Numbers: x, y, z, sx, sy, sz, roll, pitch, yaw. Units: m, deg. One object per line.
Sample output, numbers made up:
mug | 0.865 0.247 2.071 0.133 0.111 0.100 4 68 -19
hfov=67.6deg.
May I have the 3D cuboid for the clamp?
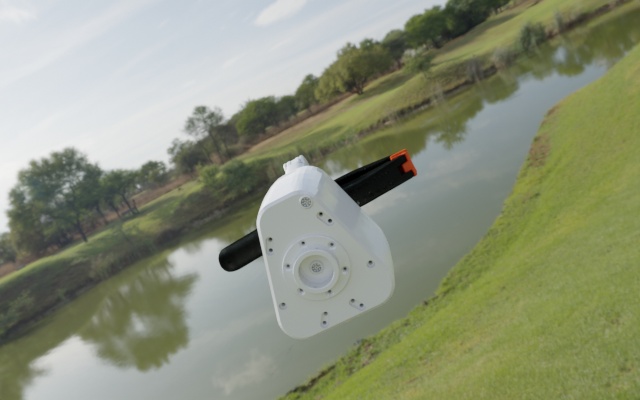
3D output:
clamp | 0.000 0.001 0.517 0.210 0.036 0.164 -26 10 7
